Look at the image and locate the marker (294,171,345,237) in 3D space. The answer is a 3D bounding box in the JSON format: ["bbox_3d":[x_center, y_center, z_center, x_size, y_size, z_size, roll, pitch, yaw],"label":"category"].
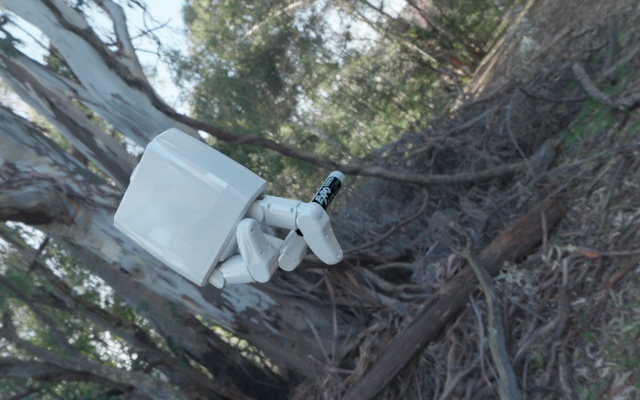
[{"bbox_3d":[0.000,0.002,0.488,0.020,0.020,0.121,0,26,21],"label":"marker"}]
